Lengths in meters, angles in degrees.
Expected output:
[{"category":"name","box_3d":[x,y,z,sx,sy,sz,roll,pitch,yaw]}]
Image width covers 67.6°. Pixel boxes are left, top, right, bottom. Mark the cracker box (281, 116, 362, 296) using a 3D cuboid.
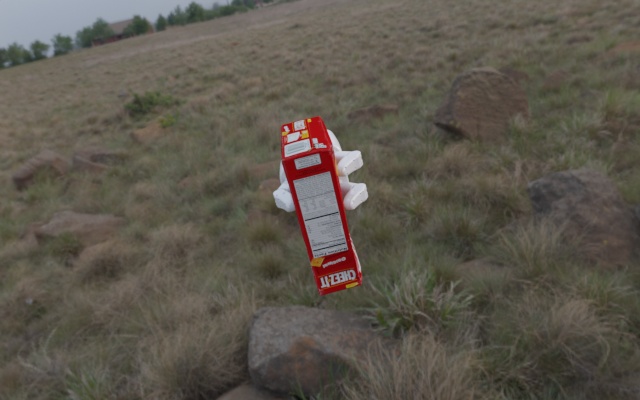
[{"category":"cracker box","box_3d":[0.000,0.002,0.702,0.072,0.214,0.164,-14,25,1]}]
